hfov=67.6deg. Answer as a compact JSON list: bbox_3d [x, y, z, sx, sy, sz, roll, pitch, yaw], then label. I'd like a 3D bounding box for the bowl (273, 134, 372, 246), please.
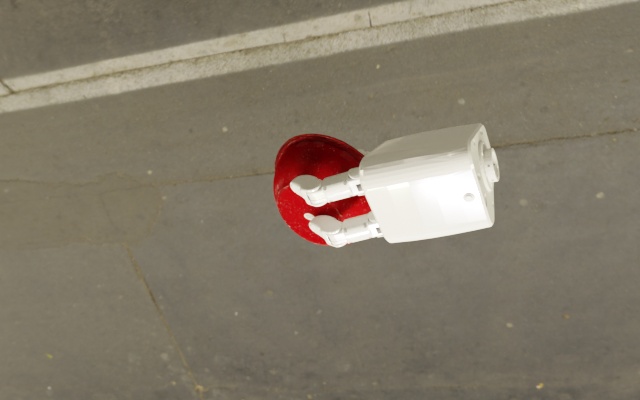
[{"bbox_3d":[-0.001,0.002,0.578,0.162,0.162,0.055,0,37,37],"label":"bowl"}]
